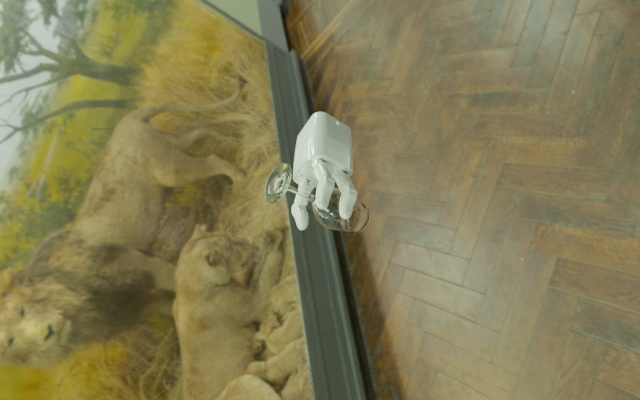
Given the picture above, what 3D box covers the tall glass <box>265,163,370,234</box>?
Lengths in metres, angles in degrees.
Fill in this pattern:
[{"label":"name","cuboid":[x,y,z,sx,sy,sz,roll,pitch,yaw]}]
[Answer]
[{"label":"tall glass","cuboid":[0.000,0.003,0.876,0.201,0.079,0.079,25,-15,-35]}]
